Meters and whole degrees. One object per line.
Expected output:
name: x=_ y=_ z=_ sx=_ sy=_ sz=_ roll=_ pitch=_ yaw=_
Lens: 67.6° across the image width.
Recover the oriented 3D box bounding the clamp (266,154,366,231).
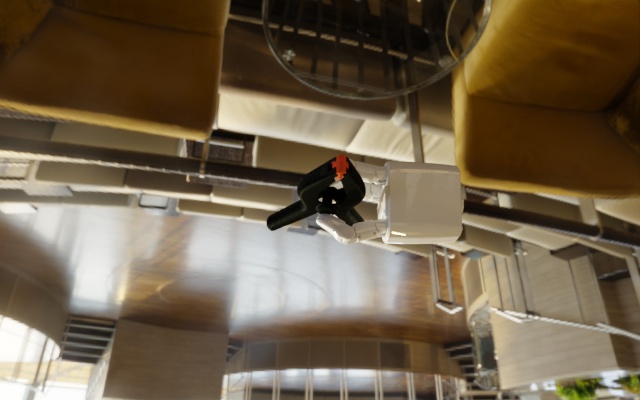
clamp: x=0.000 y=0.003 z=0.686 sx=0.164 sy=0.036 sz=0.210 roll=1 pitch=-28 yaw=-2
